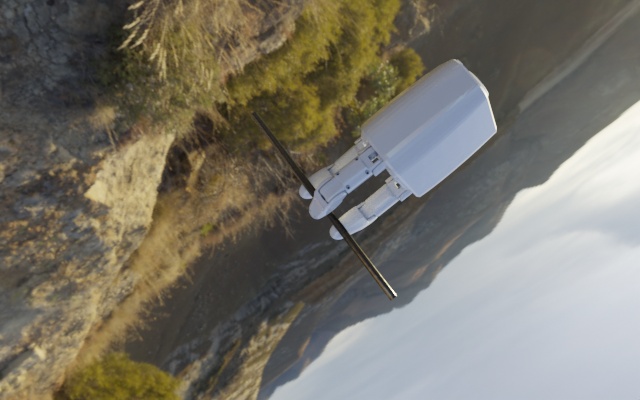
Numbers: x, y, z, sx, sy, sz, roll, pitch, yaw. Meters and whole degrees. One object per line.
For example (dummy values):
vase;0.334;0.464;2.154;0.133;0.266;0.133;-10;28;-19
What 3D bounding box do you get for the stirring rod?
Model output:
stirring rod;0.000;0.001;0.490;0.011;0.239;0.011;-36;-11;-8
